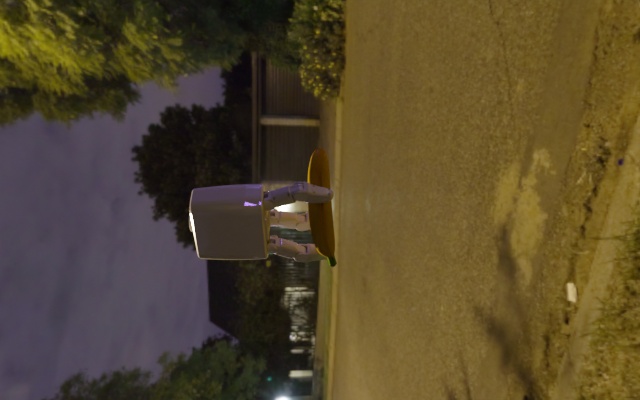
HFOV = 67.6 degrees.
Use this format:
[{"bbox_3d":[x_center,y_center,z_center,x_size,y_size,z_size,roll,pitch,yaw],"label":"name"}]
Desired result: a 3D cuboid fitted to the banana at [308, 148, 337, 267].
[{"bbox_3d":[0.000,0.000,0.740,0.037,0.197,0.070,-4,-17,1],"label":"banana"}]
